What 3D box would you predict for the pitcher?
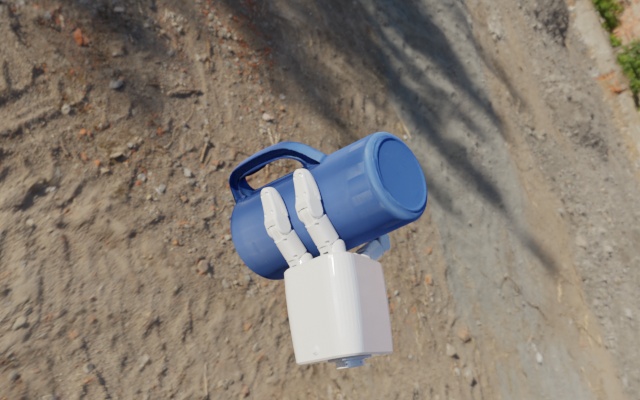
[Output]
[{"bbox_3d":[0.000,0.002,0.597,0.149,0.145,0.243,12,-28,-43],"label":"pitcher"}]
